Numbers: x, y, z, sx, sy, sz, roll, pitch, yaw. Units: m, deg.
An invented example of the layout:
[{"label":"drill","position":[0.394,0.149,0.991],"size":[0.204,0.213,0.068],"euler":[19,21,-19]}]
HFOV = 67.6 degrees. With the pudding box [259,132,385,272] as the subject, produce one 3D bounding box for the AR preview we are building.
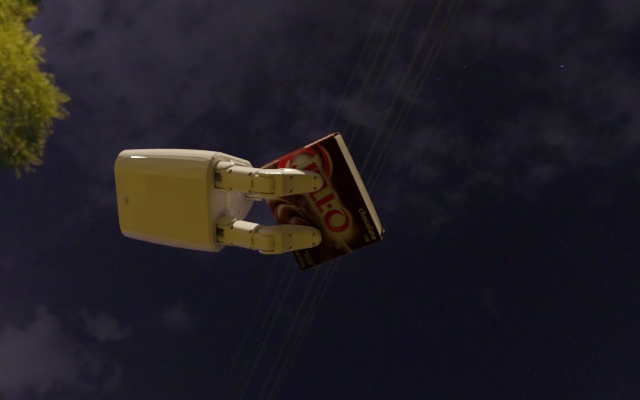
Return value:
[{"label":"pudding box","position":[0.000,0.002,0.473],"size":[0.090,0.113,0.039],"euler":[-24,9,19]}]
